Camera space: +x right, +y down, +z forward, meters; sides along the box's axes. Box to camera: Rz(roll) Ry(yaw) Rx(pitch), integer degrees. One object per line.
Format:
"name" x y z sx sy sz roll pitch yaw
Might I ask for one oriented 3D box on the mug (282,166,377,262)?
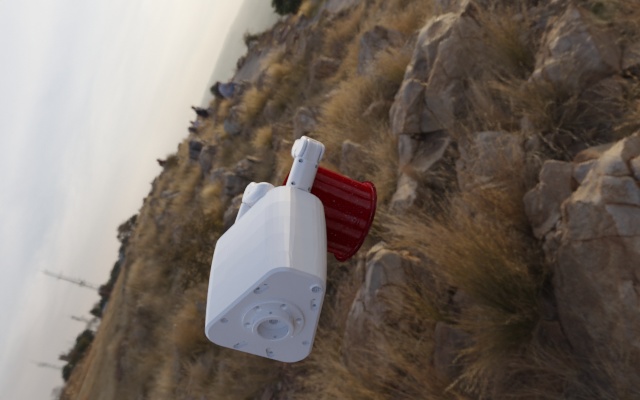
"mug" 0.000 0.001 0.515 0.081 0.093 0.117 21 30 -18
